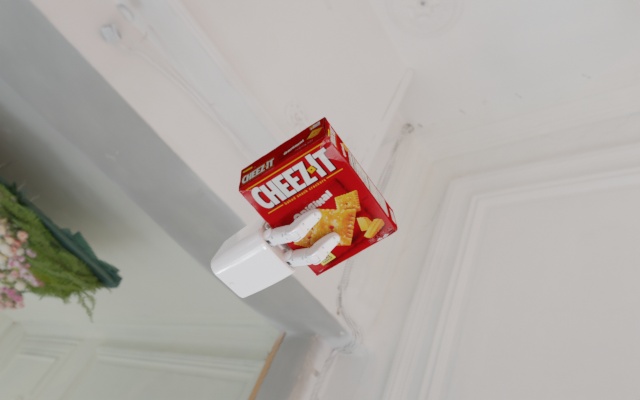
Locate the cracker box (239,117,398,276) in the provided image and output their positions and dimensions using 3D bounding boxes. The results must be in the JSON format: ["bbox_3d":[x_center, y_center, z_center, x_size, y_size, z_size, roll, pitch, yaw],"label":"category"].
[{"bbox_3d":[0.000,0.003,0.762,0.164,0.214,0.072,-31,30,16],"label":"cracker box"}]
